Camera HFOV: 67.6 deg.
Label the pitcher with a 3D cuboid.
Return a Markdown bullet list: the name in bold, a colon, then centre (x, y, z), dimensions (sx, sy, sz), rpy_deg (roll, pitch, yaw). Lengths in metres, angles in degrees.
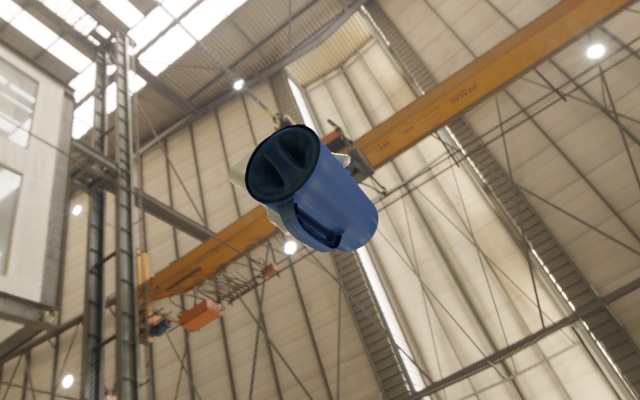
- **pitcher**: centre (0.000, 0.002, 0.776), dimensions (0.145, 0.149, 0.243), rpy_deg (25, -10, 41)
